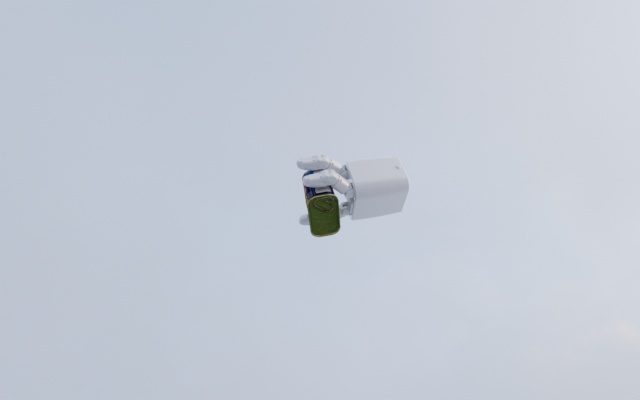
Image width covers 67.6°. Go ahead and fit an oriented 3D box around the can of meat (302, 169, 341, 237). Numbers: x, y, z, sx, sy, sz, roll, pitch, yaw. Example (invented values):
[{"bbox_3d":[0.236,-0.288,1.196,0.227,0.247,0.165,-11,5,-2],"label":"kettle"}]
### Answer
[{"bbox_3d":[0.000,0.003,0.895,0.057,0.102,0.084,-10,42,-4],"label":"can of meat"}]
